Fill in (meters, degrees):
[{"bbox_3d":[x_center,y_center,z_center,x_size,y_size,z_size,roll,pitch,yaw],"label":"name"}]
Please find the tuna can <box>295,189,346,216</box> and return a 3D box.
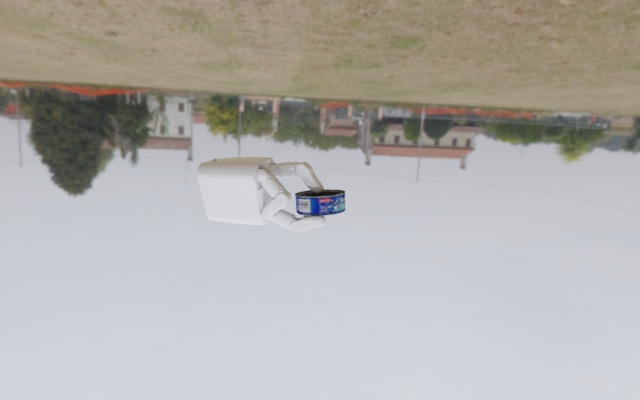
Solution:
[{"bbox_3d":[0.000,0.003,0.809,0.086,0.034,0.086,-3,8,0],"label":"tuna can"}]
